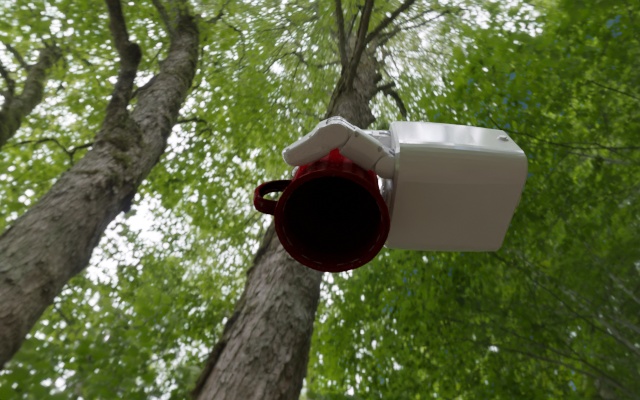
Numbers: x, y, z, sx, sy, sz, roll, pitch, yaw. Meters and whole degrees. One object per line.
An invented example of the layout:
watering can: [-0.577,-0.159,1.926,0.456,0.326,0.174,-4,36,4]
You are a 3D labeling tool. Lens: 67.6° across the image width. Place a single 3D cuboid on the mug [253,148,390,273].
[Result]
mug: [-0.001,0.001,0.418,0.117,0.093,0.081,5,25,3]
